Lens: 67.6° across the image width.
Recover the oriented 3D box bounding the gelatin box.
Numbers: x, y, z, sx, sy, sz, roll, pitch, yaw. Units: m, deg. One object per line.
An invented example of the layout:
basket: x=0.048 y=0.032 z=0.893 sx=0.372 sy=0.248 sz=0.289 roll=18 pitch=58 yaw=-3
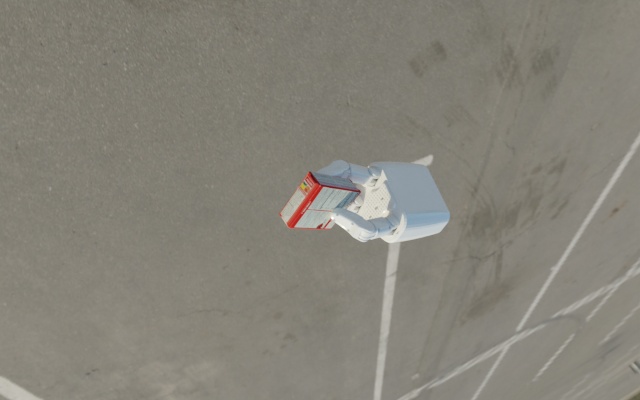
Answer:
gelatin box: x=0.000 y=0.002 z=0.624 sx=0.089 sy=0.073 sz=0.030 roll=6 pitch=38 yaw=-50
